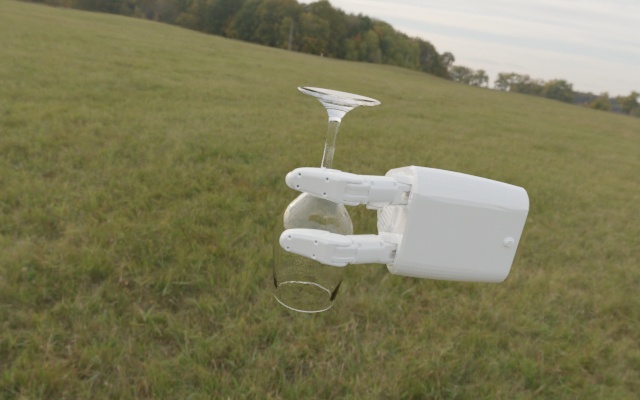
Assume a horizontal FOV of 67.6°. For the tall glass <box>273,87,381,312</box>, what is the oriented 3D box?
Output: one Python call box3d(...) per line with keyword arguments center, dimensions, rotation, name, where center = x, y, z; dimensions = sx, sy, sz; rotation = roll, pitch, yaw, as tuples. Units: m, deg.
box3d(center=(0.000, 0.001, 0.446), dimensions=(0.079, 0.201, 0.079), rotation=(9, 17, -3), name="tall glass")
